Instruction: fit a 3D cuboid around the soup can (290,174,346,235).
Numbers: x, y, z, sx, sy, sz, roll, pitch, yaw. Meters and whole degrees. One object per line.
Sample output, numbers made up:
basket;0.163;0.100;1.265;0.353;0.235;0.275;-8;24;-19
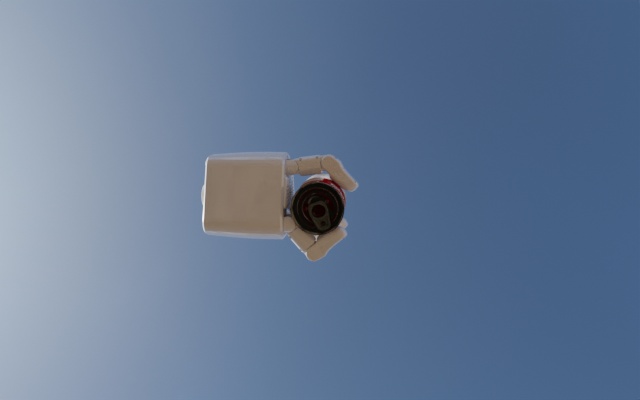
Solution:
soup can;0.001;0.002;0.642;0.068;0.068;0.102;0;10;5
